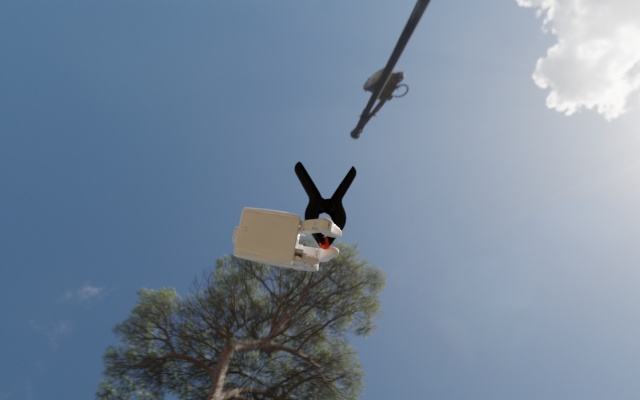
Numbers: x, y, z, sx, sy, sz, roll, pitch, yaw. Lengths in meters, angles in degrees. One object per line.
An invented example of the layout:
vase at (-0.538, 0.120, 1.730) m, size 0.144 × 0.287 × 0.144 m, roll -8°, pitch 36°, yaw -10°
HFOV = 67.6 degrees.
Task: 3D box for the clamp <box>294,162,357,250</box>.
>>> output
clamp at (0.000, 0.003, 0.899) m, size 0.120 × 0.171 × 0.039 m, roll 10°, pitch -21°, yaw -2°
